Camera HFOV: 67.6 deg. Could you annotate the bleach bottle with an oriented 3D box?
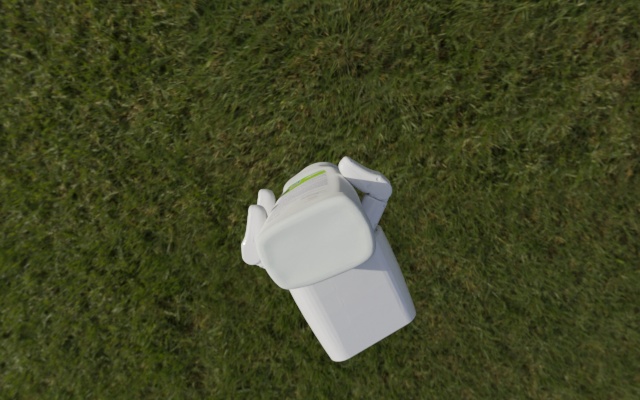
[{"bbox_3d":[0.000,0.002,0.515,0.102,0.068,0.250,-24,15,10],"label":"bleach bottle"}]
